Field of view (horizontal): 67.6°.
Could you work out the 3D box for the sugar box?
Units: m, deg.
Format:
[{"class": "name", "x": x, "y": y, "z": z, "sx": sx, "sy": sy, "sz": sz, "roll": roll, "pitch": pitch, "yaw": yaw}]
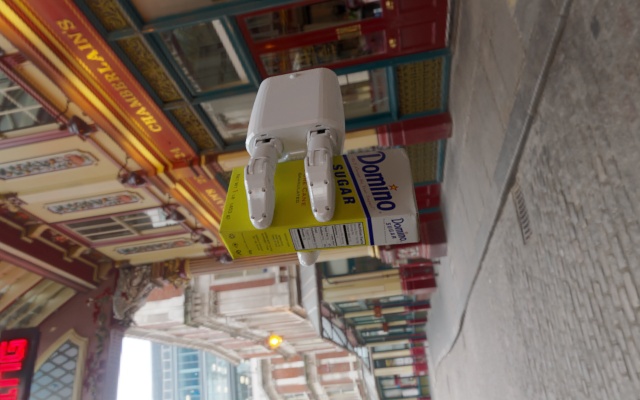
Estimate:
[{"class": "sugar box", "x": 0.000, "y": 0.001, "z": 0.454, "sx": 0.176, "sy": 0.093, "sz": 0.048, "roll": -8, "pitch": -46, "yaw": 9}]
